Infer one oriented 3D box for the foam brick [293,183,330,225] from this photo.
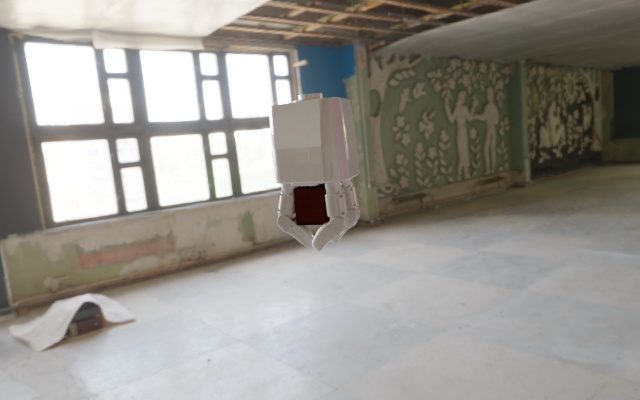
[{"bbox_3d":[0.000,0.002,0.676,0.053,0.051,0.078,-2,9,17],"label":"foam brick"}]
